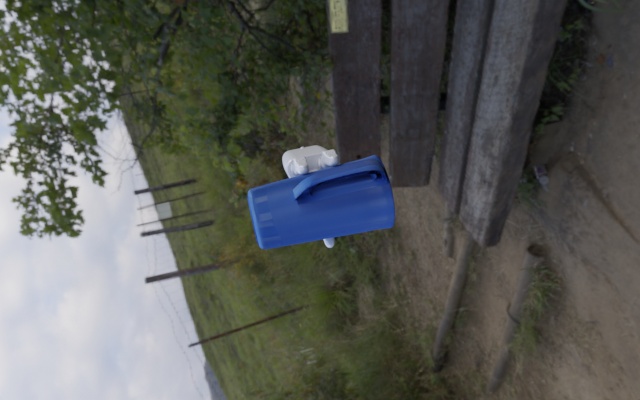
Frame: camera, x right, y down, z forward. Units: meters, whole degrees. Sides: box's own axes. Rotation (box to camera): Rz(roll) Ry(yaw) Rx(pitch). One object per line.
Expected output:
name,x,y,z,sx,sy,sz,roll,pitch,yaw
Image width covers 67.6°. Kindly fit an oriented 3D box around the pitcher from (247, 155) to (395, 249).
pitcher,0.000,0.003,0.830,0.243,0.149,0.145,-13,20,-7
